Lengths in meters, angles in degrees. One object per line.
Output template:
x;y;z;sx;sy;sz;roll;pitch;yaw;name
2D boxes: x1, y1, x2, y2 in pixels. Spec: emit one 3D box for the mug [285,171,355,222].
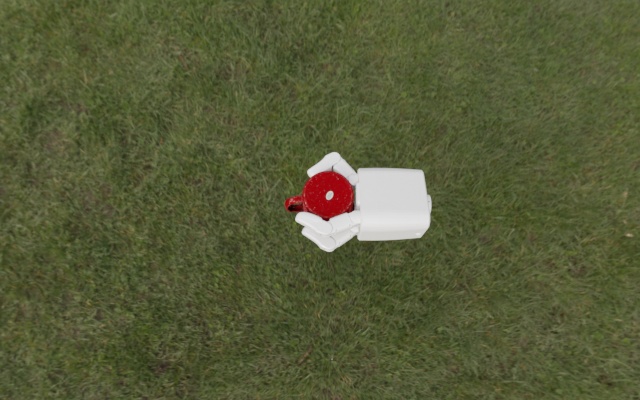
-0.001;0.002;0.781;0.117;0.093;0.081;-1;-18;0;mug
